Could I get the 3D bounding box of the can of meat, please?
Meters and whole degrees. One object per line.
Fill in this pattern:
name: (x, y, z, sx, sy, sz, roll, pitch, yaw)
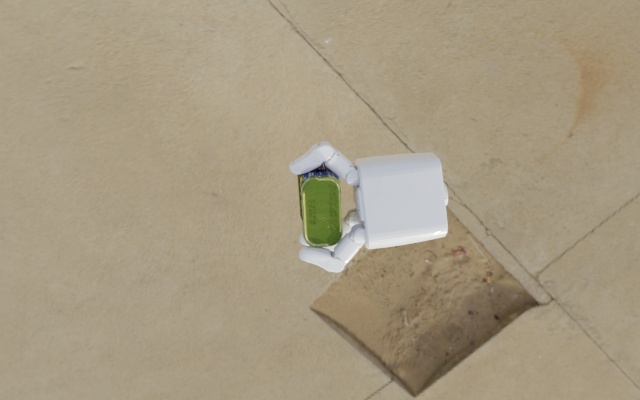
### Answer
can of meat: (0.000, 0.002, 0.638, 0.057, 0.102, 0.084, -4, 20, -3)
